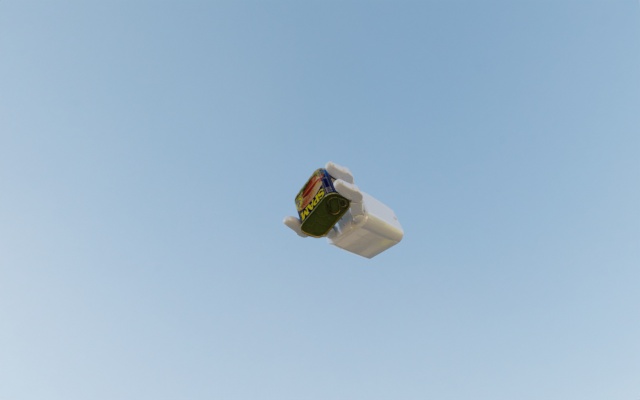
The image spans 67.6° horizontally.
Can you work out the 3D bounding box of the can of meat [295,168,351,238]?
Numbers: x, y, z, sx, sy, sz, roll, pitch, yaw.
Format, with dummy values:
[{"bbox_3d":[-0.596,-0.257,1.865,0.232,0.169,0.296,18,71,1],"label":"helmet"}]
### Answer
[{"bbox_3d":[0.000,0.003,0.873,0.057,0.102,0.084,24,29,-31],"label":"can of meat"}]
